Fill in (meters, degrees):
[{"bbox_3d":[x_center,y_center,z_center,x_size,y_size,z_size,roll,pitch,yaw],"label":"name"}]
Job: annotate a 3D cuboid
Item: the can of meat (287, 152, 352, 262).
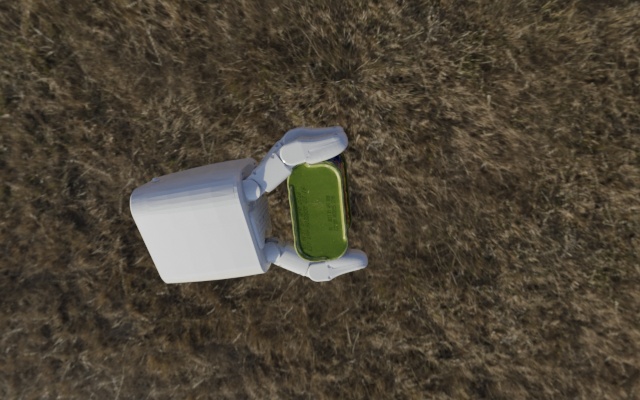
[{"bbox_3d":[0.000,0.002,0.477,0.057,0.102,0.084,-5,14,5],"label":"can of meat"}]
